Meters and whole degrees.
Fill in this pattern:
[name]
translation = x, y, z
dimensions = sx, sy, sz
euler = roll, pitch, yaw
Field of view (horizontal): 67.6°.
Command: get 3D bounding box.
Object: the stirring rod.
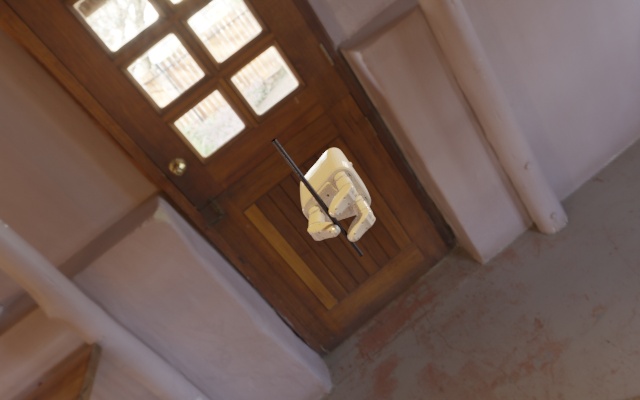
[stirring rod]
translation = 0.000, 0.002, 0.719
dimensions = 0.011, 0.240, 0.011
euler = -29, 27, 16
